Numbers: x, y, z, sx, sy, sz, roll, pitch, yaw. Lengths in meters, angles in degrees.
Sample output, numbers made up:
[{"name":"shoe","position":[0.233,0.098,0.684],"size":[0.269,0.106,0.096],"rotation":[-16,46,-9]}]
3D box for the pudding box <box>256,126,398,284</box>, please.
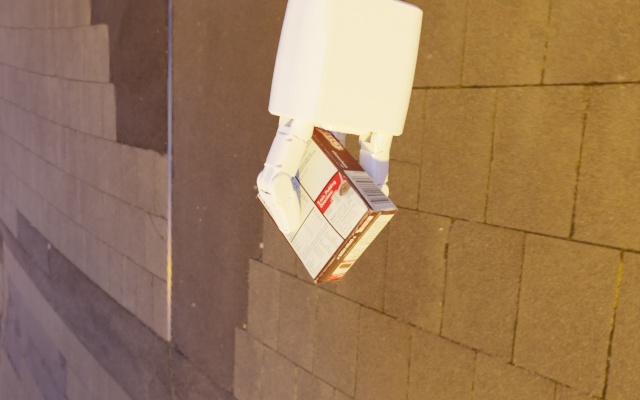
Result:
[{"name":"pudding box","position":[0.000,0.001,0.421],"size":[0.039,0.090,0.113],"rotation":[2,42,-46]}]
